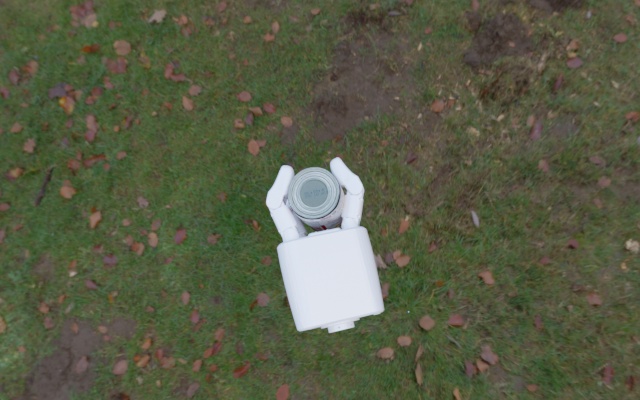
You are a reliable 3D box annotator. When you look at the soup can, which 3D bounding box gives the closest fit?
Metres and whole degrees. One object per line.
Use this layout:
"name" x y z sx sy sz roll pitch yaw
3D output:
"soup can" 0.000 0.001 0.625 0.068 0.068 0.102 0 -13 10
